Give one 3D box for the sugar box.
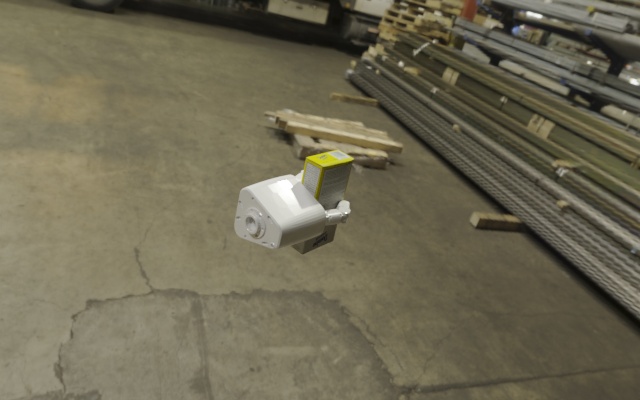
[{"bbox_3d":[0.000,0.002,0.857,0.048,0.176,0.093,33,31,30],"label":"sugar box"}]
